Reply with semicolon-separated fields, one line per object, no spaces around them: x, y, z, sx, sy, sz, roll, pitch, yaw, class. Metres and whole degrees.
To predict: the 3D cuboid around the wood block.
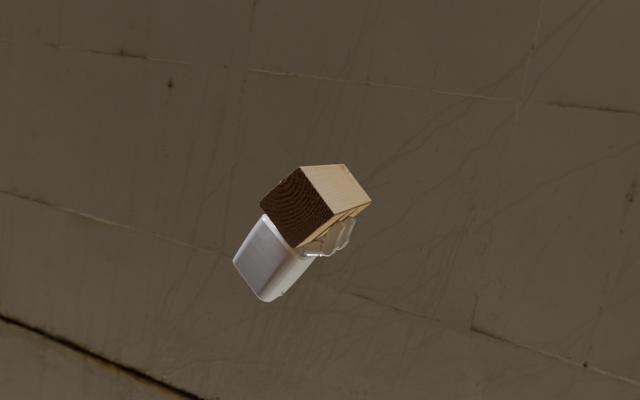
0.000;0.003;0.787;0.090;0.091;0.206;-40;-9;19;wood block
